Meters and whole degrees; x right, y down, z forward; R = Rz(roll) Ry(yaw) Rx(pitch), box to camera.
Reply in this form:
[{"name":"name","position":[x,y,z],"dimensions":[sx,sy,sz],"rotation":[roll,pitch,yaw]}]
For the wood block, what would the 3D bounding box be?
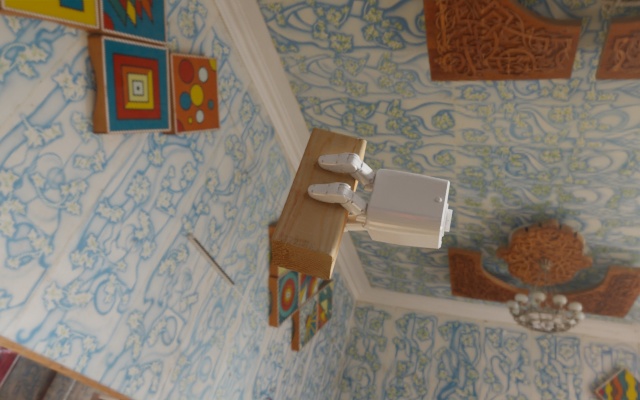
[{"name":"wood block","position":[0.001,0.003,0.730],"dimensions":[0.090,0.206,0.091],"rotation":[15,-31,6]}]
